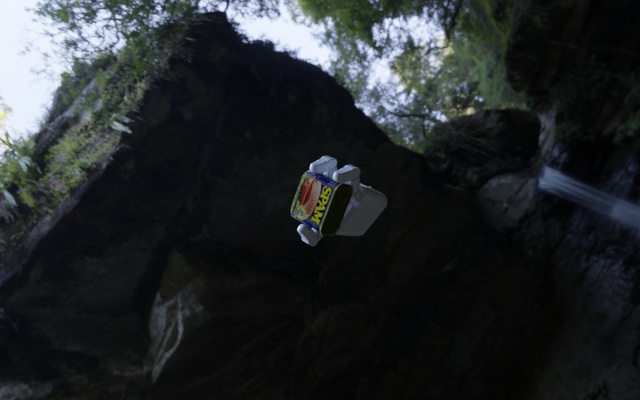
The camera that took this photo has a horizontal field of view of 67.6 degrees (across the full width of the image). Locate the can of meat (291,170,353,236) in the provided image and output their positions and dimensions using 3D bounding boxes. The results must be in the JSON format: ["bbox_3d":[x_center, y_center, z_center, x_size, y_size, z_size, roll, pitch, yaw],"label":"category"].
[{"bbox_3d":[0.000,0.003,0.881,0.084,0.102,0.057,27,10,35],"label":"can of meat"}]
